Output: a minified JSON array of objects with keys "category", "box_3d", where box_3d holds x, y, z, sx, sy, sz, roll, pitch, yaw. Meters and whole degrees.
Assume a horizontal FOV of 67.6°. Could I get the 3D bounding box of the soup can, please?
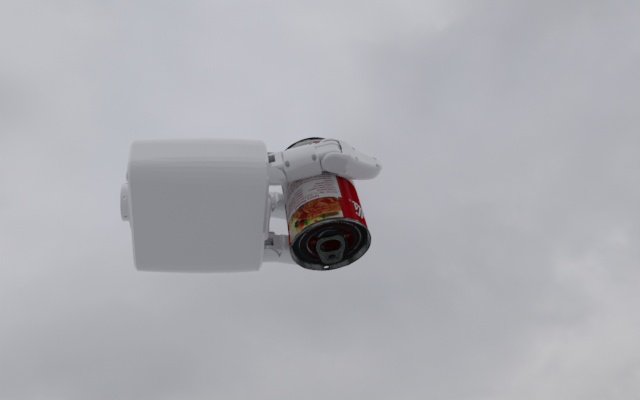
[{"category":"soup can","box_3d":[0.001,0.001,0.423,0.068,0.102,0.069,-7,-42,-7]}]
